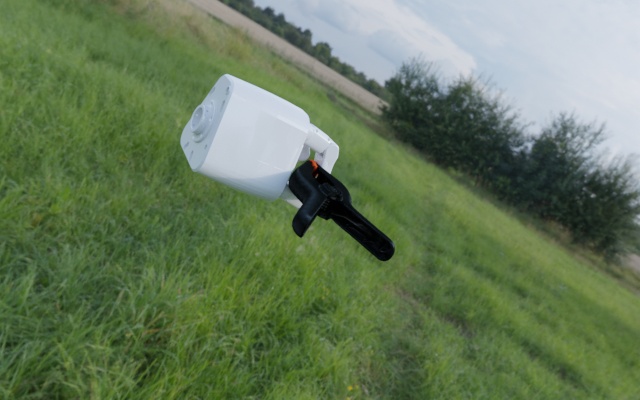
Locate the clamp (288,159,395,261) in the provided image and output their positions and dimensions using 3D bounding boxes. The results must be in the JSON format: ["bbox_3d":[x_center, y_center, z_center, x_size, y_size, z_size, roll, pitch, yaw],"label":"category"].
[{"bbox_3d":[0.000,0.001,0.533,0.120,0.039,0.171,21,19,-38],"label":"clamp"}]
